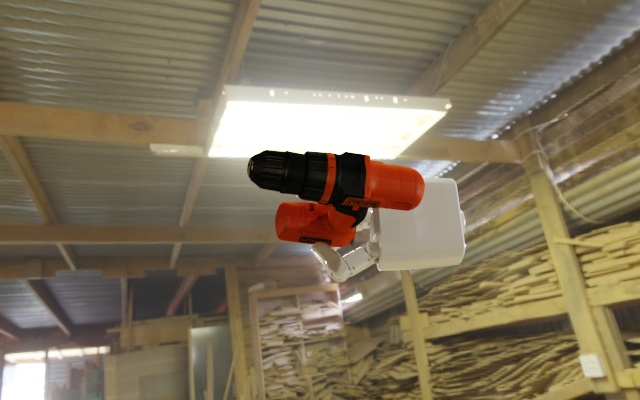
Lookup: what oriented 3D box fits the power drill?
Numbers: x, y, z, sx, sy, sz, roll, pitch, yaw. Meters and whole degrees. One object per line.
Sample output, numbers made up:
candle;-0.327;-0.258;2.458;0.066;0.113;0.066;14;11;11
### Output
power drill;0.000;0.002;0.547;0.184;0.057;0.188;9;-20;-13
